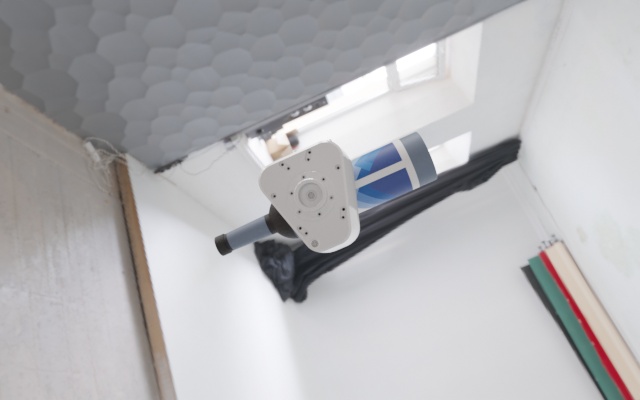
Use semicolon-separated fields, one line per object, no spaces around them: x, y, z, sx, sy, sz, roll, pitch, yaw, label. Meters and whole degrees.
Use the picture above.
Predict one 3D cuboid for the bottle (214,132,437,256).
0.000;0.002;0.618;0.296;0.069;0.069;-24;-2;5;bottle
